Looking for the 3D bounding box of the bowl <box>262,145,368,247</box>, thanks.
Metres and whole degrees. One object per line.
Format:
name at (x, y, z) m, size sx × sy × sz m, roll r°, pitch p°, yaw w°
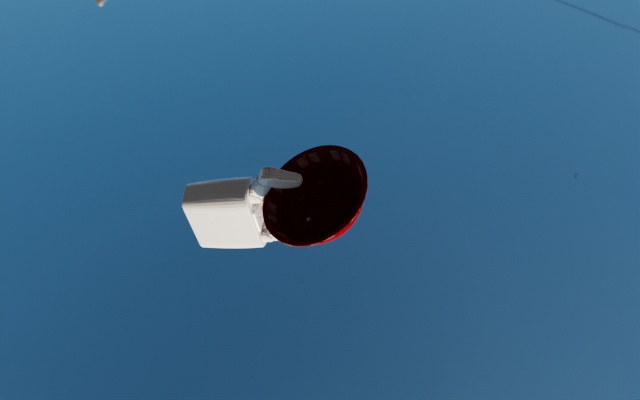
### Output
bowl at (0.001, 0.002, 0.675) m, size 0.162 × 0.162 × 0.055 m, roll 0°, pitch -30°, yaw 30°
